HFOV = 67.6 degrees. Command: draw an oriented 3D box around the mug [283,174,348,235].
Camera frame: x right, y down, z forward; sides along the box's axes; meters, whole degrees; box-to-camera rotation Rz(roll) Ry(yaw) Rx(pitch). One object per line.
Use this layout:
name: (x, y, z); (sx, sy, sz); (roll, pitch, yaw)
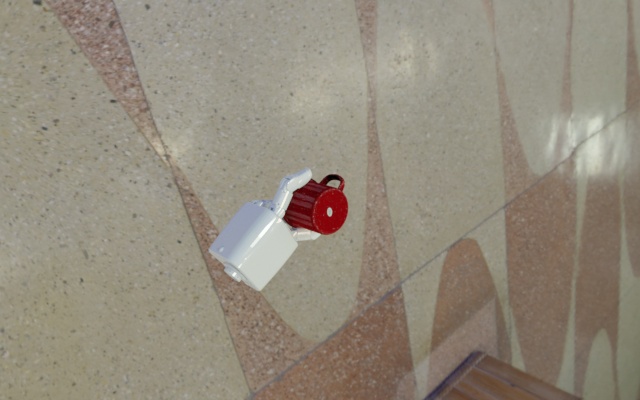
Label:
mug: (0.001, 0.002, 0.819); (0.081, 0.117, 0.093); (16, -29, 49)
